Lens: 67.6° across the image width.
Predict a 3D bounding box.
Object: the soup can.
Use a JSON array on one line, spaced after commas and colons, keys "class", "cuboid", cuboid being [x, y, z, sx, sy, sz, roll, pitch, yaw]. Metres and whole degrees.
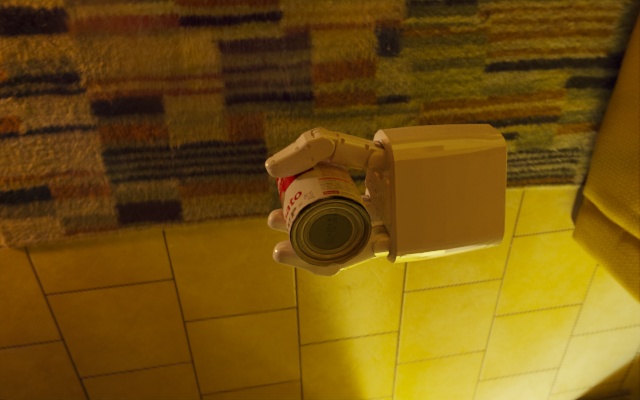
[{"class": "soup can", "cuboid": [0.000, 0.001, 0.415, 0.068, 0.068, 0.102, 0, 31, -12]}]
